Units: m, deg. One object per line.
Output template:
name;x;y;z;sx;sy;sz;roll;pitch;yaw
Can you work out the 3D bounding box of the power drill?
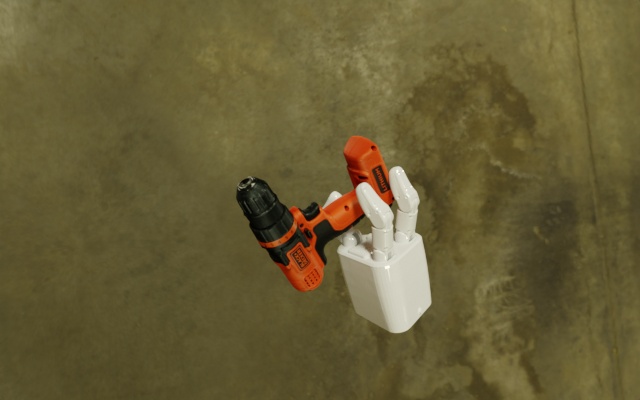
power drill;0.001;0.002;0.603;0.187;0.185;0.057;-40;39;-15
